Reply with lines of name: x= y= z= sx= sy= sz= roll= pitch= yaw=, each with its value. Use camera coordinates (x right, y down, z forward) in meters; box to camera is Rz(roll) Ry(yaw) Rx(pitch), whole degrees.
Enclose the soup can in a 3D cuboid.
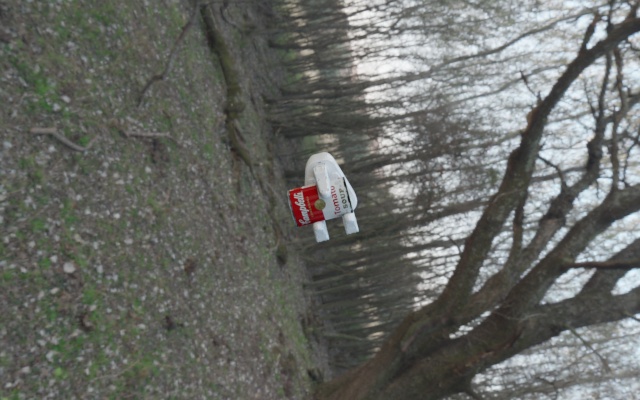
soup can: x=0.000 y=0.003 z=0.828 sx=0.102 sy=0.068 sz=0.068 roll=-14 pitch=-1 yaw=3
